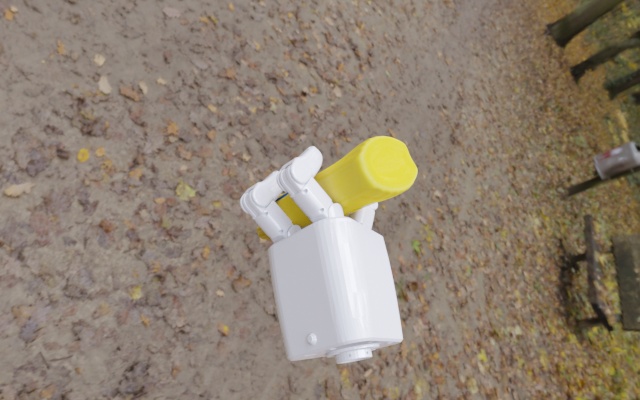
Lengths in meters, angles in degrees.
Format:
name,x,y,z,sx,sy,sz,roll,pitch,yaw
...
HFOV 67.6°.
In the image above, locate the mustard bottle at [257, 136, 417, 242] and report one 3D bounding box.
name,x,y,z,sx,sy,sz,roll,pitch,yaw
mustard bottle,0.000,0.001,0.494,0.192,0.058,0.096,-29,-4,37
